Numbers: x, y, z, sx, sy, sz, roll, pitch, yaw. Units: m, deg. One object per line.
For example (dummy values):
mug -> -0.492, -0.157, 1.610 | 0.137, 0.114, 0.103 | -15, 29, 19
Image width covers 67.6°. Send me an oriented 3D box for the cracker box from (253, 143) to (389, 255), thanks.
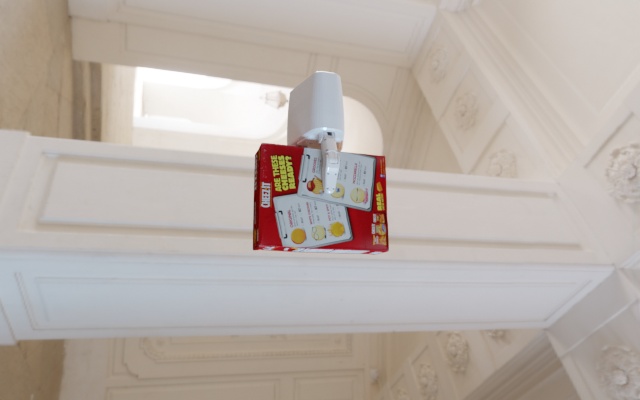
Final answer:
cracker box -> 0.000, 0.003, 0.779 | 0.214, 0.164, 0.072 | 4, -14, -17
